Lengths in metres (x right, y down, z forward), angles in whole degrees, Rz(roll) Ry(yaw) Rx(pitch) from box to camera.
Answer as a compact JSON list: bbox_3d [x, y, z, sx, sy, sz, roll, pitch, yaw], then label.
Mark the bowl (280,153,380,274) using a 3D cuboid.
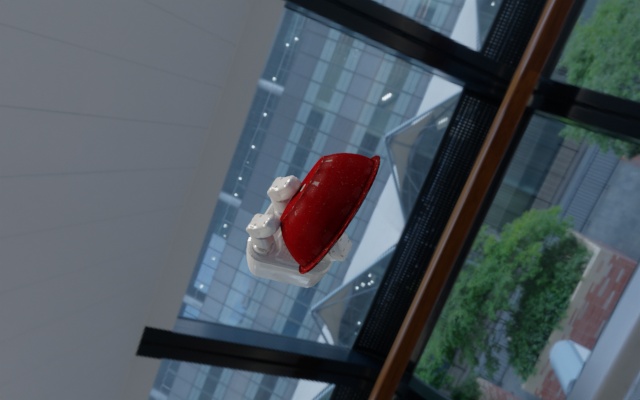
[{"bbox_3d":[0.000,0.001,0.546,0.055,0.162,0.162,34,-5,-7],"label":"bowl"}]
